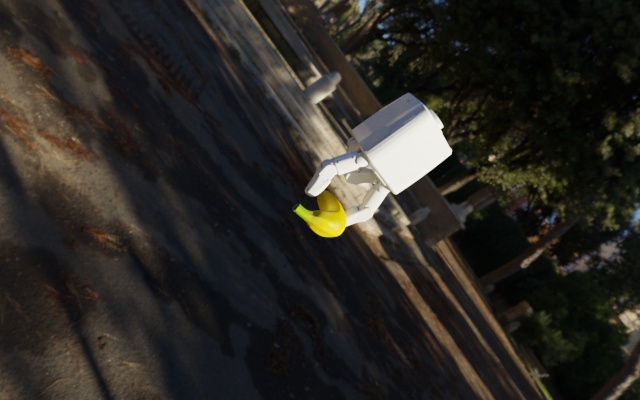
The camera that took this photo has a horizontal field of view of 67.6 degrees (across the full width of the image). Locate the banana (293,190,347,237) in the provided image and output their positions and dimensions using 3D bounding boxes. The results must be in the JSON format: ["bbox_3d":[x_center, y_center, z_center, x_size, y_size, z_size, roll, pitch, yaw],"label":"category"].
[{"bbox_3d":[0.010,0.018,0.695,0.037,0.069,0.198,-35,0,10],"label":"banana"}]
